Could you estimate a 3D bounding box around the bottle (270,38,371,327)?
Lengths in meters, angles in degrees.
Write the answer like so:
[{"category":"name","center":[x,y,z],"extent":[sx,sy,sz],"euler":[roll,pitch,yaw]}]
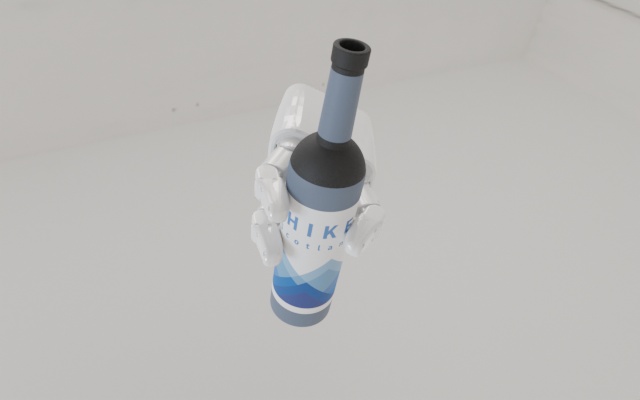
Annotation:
[{"category":"bottle","center":[0.000,0.002,0.430],"extent":[0.069,0.296,0.069],"euler":[7,41,-6]}]
